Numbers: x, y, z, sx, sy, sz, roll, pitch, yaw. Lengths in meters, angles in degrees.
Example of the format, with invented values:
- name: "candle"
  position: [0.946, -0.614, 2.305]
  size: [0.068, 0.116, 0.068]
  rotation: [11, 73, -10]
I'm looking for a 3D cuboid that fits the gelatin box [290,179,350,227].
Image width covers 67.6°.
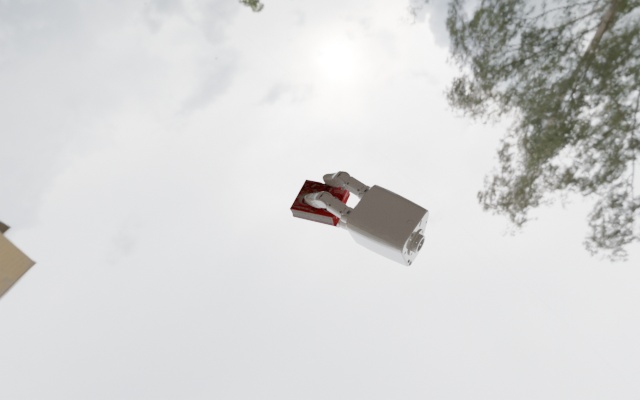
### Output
- name: "gelatin box"
  position: [0.000, 0.003, 0.863]
  size: [0.089, 0.073, 0.030]
  rotation: [11, -36, 23]
